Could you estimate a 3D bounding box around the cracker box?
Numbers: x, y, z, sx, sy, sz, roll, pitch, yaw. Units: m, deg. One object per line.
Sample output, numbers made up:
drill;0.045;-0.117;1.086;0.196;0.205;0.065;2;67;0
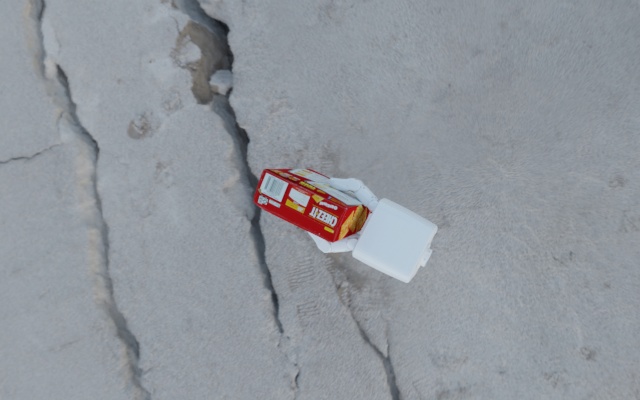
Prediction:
cracker box;0.000;0.003;0.876;0.164;0.072;0.213;25;11;18
